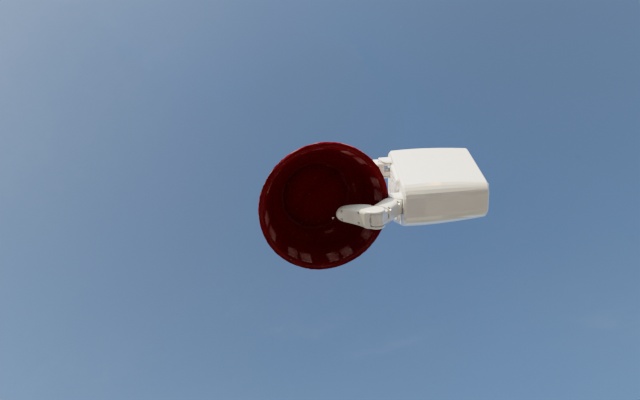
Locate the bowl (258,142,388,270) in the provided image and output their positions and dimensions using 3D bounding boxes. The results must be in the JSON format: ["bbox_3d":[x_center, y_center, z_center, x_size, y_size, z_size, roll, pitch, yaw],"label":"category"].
[{"bbox_3d":[-0.001,0.002,0.595,0.162,0.162,0.055,0,18,-15],"label":"bowl"}]
